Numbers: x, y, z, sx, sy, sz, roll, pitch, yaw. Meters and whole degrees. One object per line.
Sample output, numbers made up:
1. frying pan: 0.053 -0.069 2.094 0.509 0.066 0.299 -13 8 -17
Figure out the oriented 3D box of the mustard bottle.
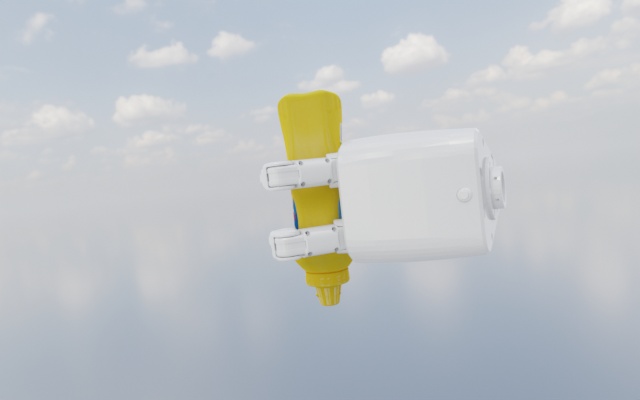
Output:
1. mustard bottle: 0.000 0.001 0.441 0.058 0.191 0.096 -6 3 2
